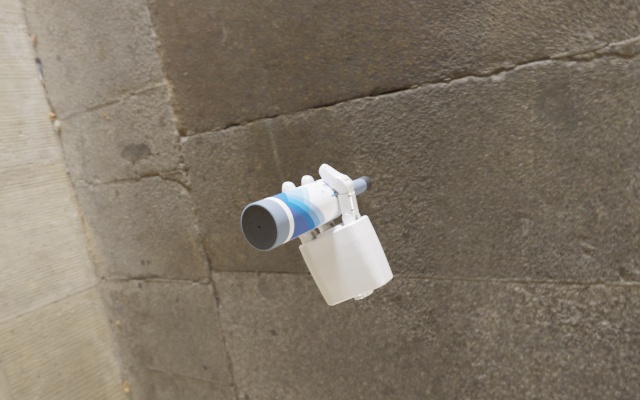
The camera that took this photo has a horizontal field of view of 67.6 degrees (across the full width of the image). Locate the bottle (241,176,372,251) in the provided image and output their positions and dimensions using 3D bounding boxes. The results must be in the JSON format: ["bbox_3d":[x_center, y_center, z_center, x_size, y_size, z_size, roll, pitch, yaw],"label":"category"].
[{"bbox_3d":[0.000,0.002,0.750,0.069,0.069,0.295,0,13,35],"label":"bottle"}]
